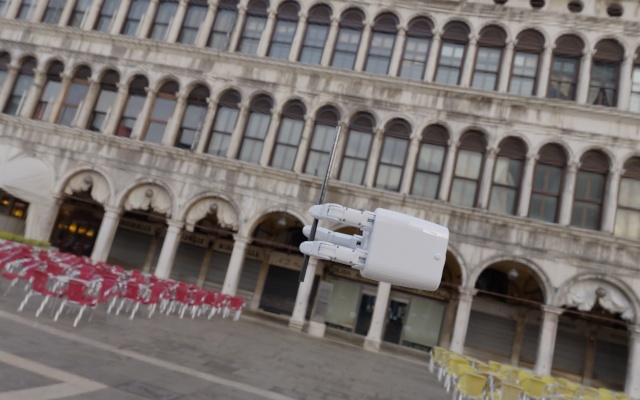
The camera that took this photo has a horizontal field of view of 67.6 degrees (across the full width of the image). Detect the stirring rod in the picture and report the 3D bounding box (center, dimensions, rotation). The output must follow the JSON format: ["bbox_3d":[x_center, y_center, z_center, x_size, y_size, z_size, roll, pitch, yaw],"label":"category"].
[{"bbox_3d":[0.000,0.002,0.710,0.011,0.239,0.011,13,-11,3],"label":"stirring rod"}]
